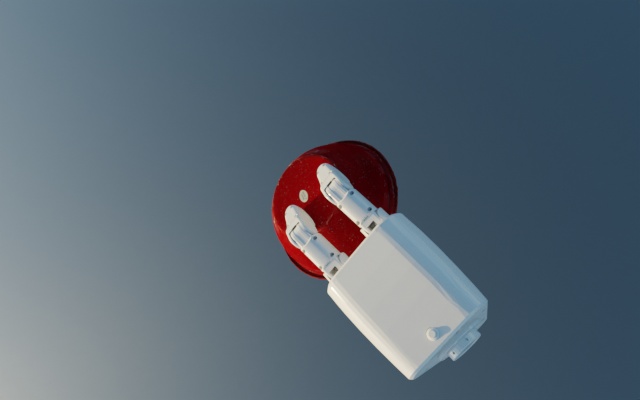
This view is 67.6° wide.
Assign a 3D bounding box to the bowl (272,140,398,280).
[{"bbox_3d":[-0.001,0.001,0.518,0.162,0.162,0.055,0,-15,39],"label":"bowl"}]
